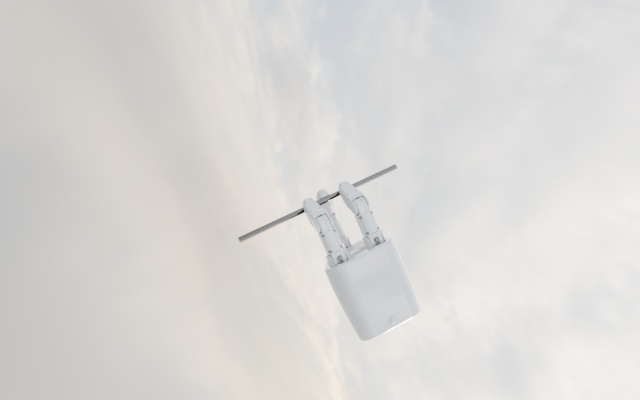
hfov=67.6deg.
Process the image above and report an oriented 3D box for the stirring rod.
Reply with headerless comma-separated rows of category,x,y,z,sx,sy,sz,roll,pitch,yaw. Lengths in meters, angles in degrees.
stirring rod,0.000,0.002,0.648,0.239,0.011,0.011,-25,6,-12
